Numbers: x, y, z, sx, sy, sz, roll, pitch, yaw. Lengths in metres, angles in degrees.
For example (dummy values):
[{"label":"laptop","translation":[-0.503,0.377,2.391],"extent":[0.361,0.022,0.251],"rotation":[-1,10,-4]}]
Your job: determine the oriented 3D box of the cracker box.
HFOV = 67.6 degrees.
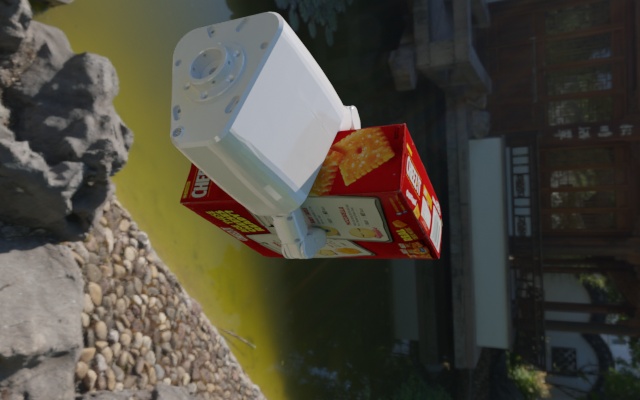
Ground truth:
[{"label":"cracker box","translation":[0.000,0.002,0.479],"extent":[0.213,0.072,0.164],"rotation":[-2,-25,25]}]
